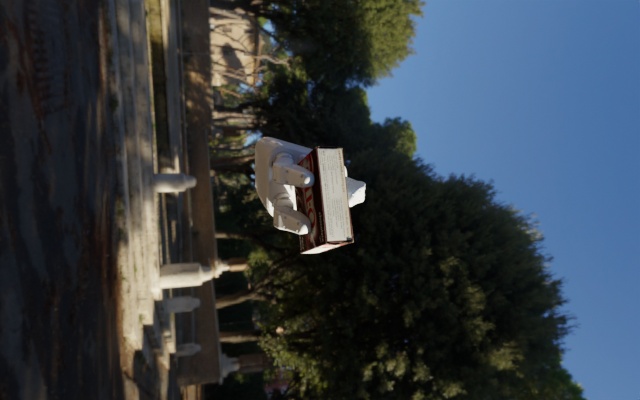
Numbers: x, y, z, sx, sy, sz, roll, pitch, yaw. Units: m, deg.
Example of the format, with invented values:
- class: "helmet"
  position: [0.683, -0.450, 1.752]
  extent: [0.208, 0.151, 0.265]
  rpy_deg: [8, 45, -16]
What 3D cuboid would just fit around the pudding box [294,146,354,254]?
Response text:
- class: "pudding box"
  position: [0.000, 0.002, 0.564]
  extent: [0.039, 0.113, 0.090]
  rpy_deg: [-4, -11, -20]
